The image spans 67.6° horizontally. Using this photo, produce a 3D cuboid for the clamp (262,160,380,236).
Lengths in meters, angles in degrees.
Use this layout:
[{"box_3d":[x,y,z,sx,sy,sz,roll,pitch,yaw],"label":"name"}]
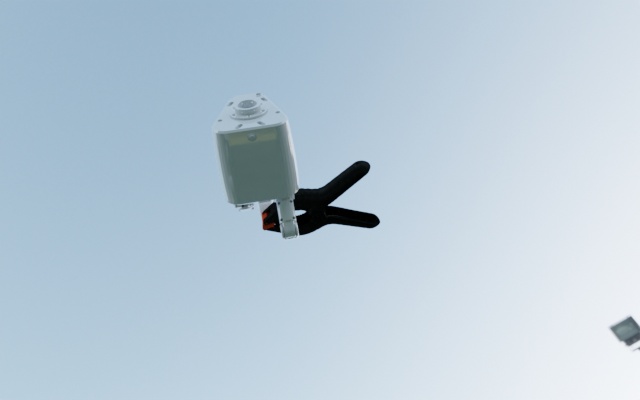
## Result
[{"box_3d":[0.000,0.002,0.666,0.171,0.120,0.039,-9,36,-5],"label":"clamp"}]
